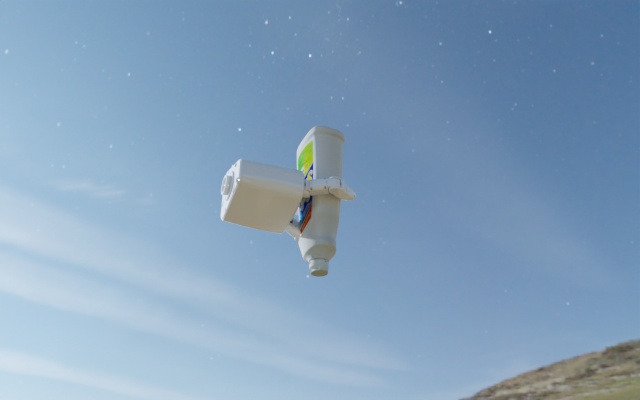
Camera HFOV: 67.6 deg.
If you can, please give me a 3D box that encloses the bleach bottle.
[{"bbox_3d":[0.000,0.003,0.805,0.068,0.250,0.103,13,-33,-23],"label":"bleach bottle"}]
